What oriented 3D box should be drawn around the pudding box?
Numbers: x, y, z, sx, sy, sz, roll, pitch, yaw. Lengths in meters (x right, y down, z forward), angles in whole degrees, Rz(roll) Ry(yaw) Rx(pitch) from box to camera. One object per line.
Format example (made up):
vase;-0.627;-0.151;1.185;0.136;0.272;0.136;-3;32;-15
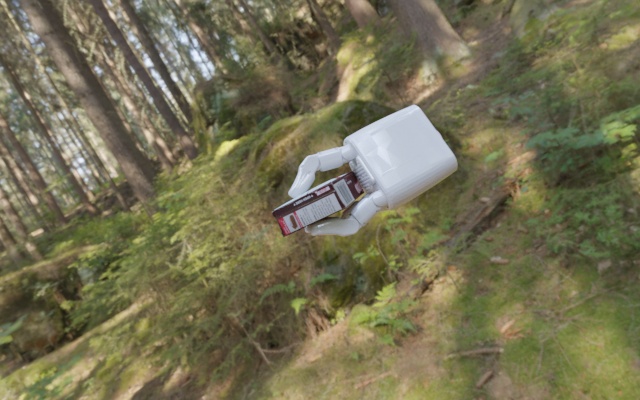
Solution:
pudding box;0.000;0.002;0.614;0.090;0.039;0.113;-27;0;20
